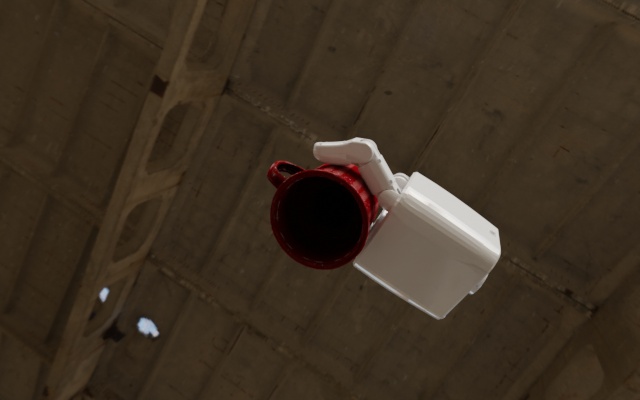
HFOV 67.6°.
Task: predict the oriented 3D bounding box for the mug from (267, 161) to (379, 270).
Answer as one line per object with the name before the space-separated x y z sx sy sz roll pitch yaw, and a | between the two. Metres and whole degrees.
mug | -0.001 0.001 0.462 0.117 0.093 0.081 36 22 6
